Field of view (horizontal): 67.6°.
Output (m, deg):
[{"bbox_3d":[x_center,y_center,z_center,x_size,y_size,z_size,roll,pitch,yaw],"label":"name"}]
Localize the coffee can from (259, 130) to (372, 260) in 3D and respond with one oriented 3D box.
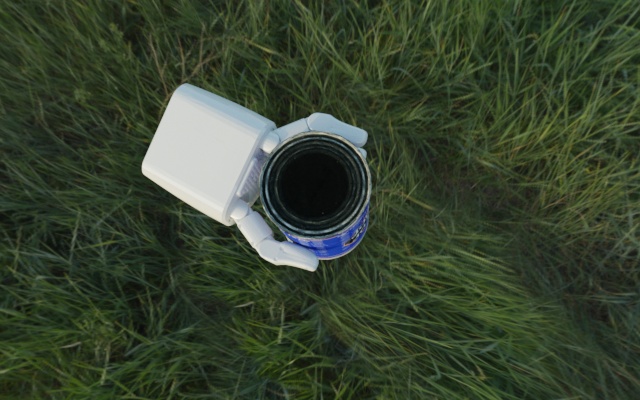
[{"bbox_3d":[0.000,0.002,0.495,0.103,0.102,0.140,0,-14,4],"label":"coffee can"}]
